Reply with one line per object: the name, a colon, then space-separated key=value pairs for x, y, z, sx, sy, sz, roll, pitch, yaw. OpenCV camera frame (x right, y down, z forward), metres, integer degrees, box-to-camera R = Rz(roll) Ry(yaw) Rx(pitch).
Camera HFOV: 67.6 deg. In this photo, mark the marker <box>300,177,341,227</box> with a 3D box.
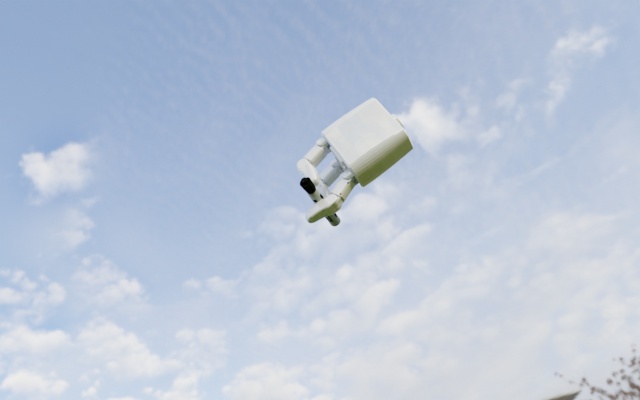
marker: x=0.000 y=0.002 z=0.758 sx=0.020 sy=0.020 sz=0.121 roll=0 pitch=-34 yaw=31
